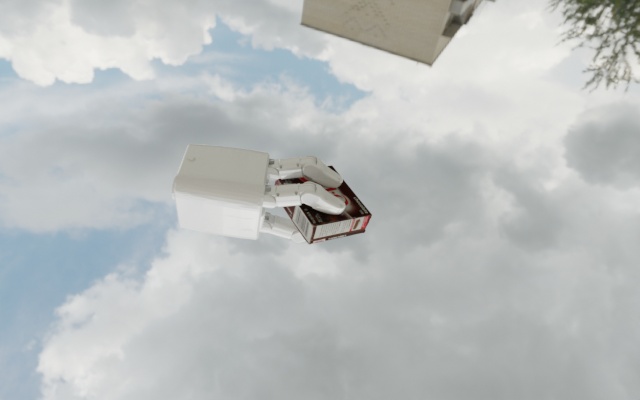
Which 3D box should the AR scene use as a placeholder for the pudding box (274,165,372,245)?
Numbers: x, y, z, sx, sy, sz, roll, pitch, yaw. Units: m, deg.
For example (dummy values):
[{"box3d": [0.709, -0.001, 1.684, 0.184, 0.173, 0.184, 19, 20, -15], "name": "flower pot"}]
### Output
[{"box3d": [0.000, 0.002, 0.637, 0.090, 0.039, 0.113, -10, 47, -29], "name": "pudding box"}]
